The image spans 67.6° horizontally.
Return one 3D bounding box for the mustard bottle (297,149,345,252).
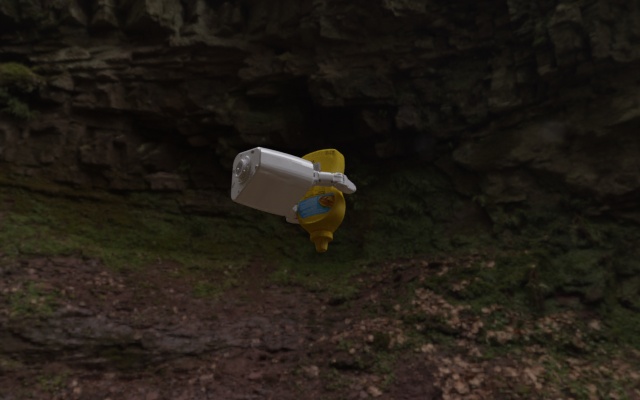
[{"bbox_3d":[0.000,0.003,0.898,0.096,0.191,0.058,-14,-27,28],"label":"mustard bottle"}]
